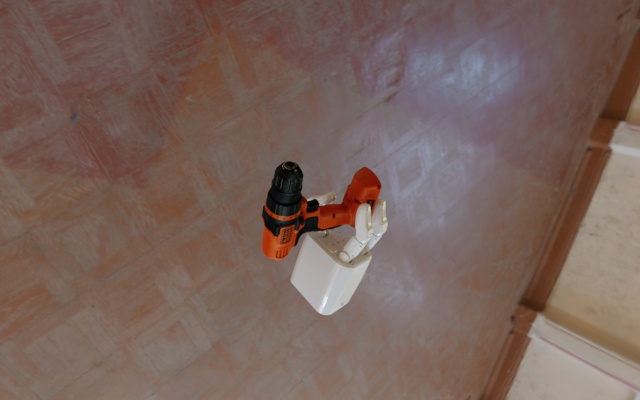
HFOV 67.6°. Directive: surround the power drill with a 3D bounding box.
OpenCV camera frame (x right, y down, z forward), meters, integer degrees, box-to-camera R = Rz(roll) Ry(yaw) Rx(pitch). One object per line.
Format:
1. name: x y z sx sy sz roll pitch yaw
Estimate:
1. power drill: 0.000 0.003 0.736 0.187 0.185 0.057 -13 50 -27
